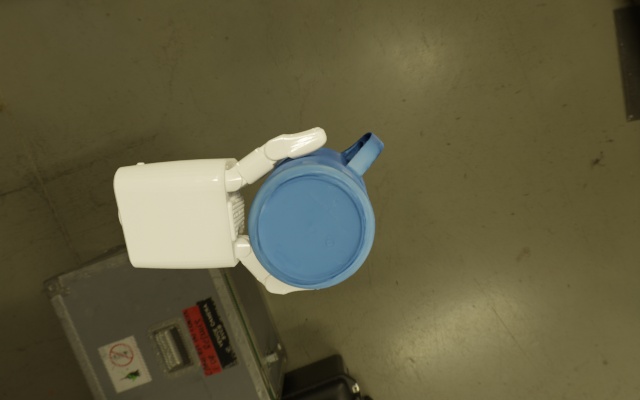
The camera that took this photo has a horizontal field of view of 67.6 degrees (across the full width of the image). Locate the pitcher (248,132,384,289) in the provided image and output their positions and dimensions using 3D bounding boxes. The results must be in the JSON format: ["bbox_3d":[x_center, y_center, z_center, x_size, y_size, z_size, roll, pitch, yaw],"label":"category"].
[{"bbox_3d":[0.000,0.002,0.510,0.145,0.149,0.243,-1,7,0],"label":"pitcher"}]
